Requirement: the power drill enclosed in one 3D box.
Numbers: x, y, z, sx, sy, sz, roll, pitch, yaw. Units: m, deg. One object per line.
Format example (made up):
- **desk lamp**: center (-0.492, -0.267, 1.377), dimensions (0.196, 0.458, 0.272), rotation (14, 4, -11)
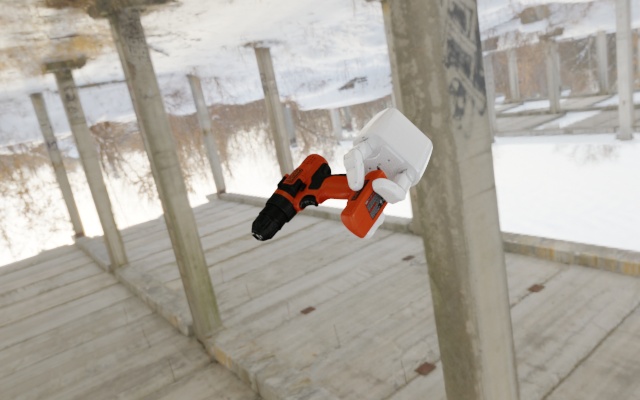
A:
- **power drill**: center (0.001, 0.002, 0.735), dimensions (0.187, 0.184, 0.057), rotation (12, -36, 40)
